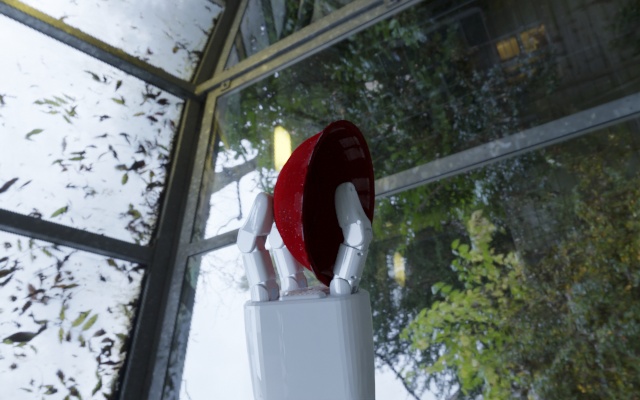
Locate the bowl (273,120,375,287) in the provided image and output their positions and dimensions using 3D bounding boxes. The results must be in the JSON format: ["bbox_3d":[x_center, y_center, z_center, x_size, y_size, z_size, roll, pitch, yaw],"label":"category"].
[{"bbox_3d":[0.000,0.000,0.474,0.055,0.162,0.162,4,2,28],"label":"bowl"}]
